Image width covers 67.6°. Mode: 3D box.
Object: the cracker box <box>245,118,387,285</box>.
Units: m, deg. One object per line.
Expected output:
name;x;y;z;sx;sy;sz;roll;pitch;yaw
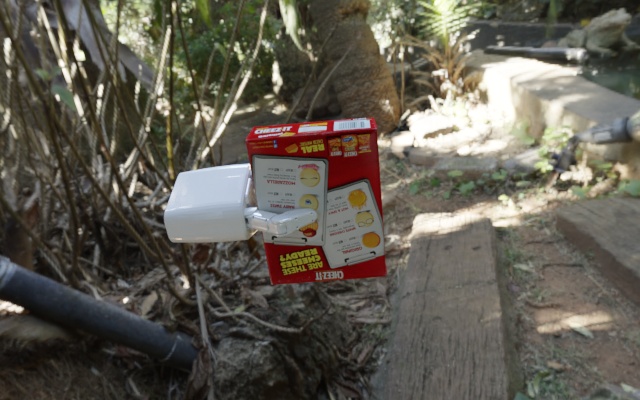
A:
cracker box;0.000;0.002;0.646;0.164;0.214;0.072;-5;25;5
